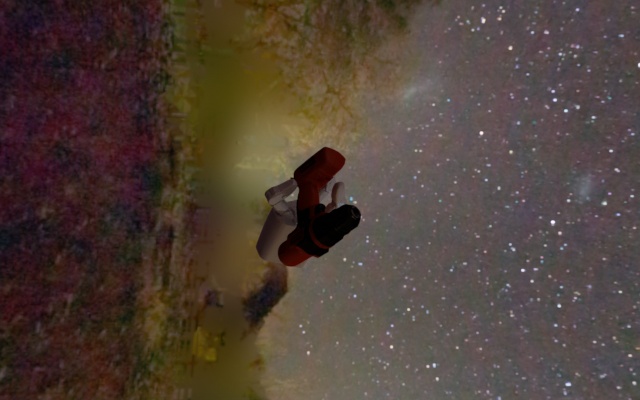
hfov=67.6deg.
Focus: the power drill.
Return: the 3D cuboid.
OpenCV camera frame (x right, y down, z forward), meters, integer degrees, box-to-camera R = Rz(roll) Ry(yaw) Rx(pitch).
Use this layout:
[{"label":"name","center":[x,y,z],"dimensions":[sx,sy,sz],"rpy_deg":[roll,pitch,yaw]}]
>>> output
[{"label":"power drill","center":[0.000,0.002,0.798],"dimensions":[0.057,0.187,0.184],"rpy_deg":[30,-44,-28]}]
